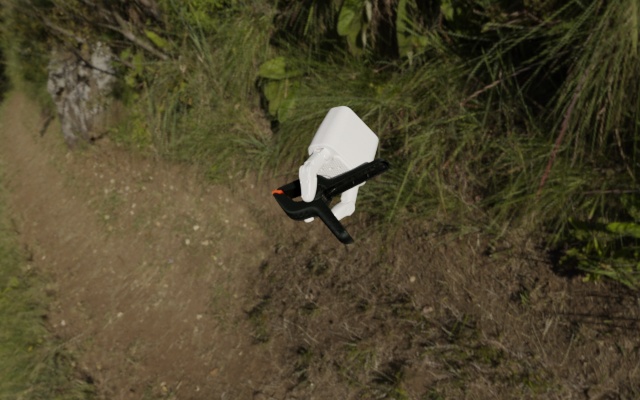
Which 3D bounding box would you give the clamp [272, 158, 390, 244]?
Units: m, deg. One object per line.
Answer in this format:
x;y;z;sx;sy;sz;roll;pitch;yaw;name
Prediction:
-0.001;0.002;0.787;0.210;0.164;0.036;-4;-43;34;clamp
